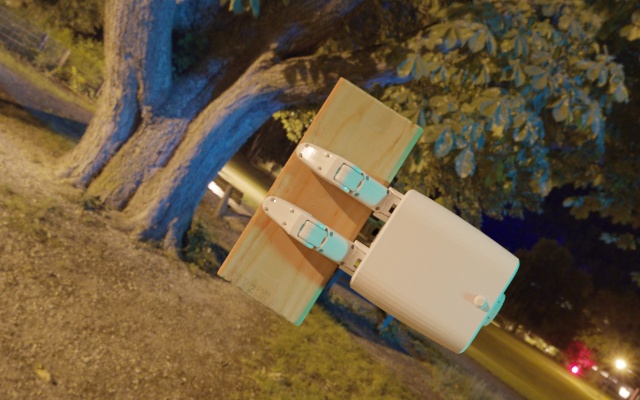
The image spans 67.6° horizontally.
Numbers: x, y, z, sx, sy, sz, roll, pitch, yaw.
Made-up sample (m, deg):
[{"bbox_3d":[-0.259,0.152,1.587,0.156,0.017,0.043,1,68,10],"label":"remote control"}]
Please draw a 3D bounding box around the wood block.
[{"bbox_3d":[0.000,0.002,0.463,0.090,0.206,0.091,33,1,2],"label":"wood block"}]
